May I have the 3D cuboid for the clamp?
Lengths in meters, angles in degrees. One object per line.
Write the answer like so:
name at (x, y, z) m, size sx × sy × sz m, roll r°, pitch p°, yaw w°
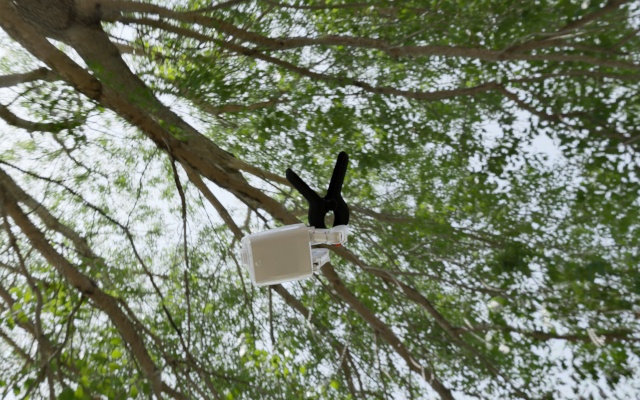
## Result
clamp at (0.000, 0.003, 0.852) m, size 0.120 × 0.171 × 0.039 m, roll -9°, pitch 13°, yaw -16°
